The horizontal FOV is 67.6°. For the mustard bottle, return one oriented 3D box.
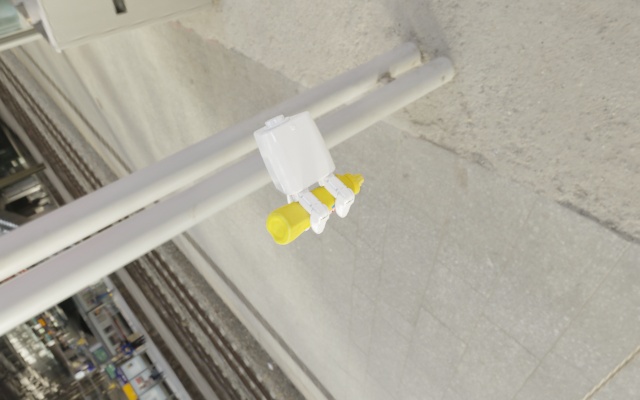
[{"bbox_3d":[0.000,0.003,0.827,0.191,0.058,0.096,-32,-7,-27],"label":"mustard bottle"}]
